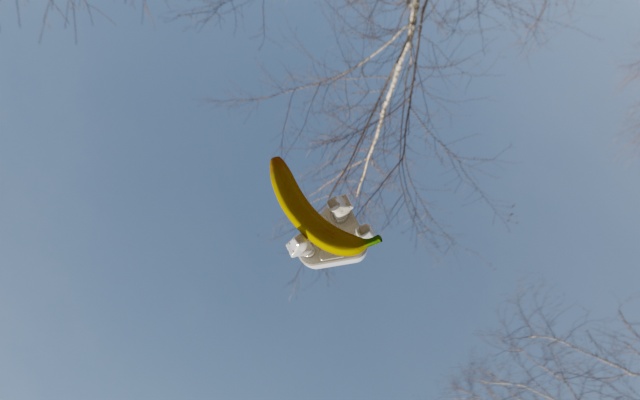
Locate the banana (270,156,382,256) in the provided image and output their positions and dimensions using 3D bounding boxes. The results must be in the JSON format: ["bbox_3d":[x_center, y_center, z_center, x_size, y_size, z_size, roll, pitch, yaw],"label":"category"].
[{"bbox_3d":[-0.008,0.019,0.678,0.198,0.069,0.037,38,7,11],"label":"banana"}]
